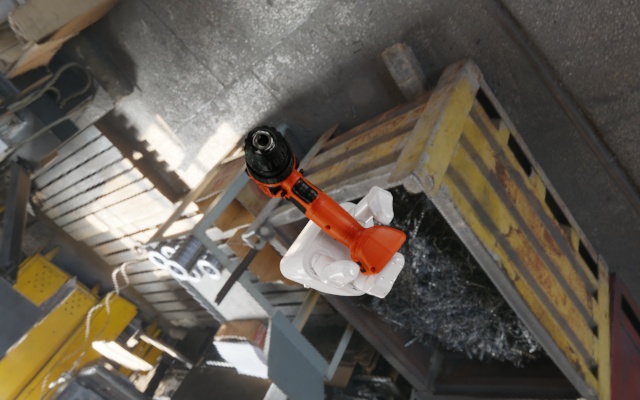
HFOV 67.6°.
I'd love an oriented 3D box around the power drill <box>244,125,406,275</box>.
[{"bbox_3d":[0.000,0.002,0.516,0.187,0.057,0.184,40,-6,5],"label":"power drill"}]
